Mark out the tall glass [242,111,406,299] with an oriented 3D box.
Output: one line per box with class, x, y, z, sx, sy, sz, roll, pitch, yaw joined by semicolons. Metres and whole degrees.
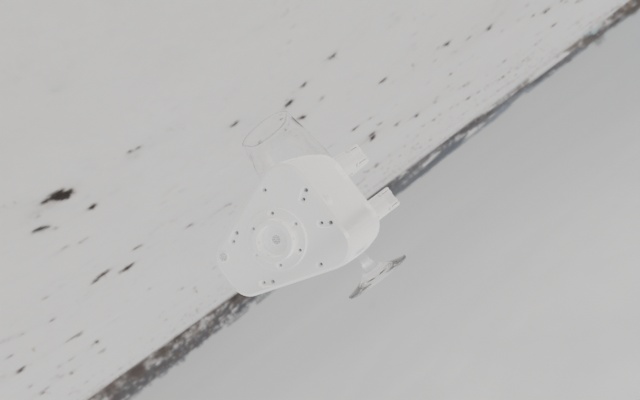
tall glass;0.000;0.002;0.509;0.079;0.201;0.079;-37;-5;-4
